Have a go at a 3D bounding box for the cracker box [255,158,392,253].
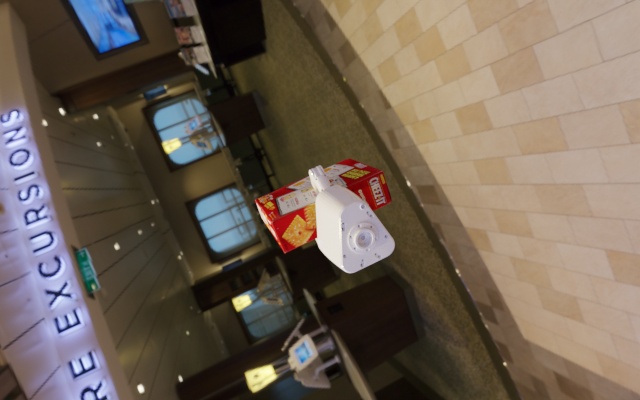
[{"bbox_3d":[0.000,0.003,0.887,0.213,0.072,0.164,-24,19,-11],"label":"cracker box"}]
